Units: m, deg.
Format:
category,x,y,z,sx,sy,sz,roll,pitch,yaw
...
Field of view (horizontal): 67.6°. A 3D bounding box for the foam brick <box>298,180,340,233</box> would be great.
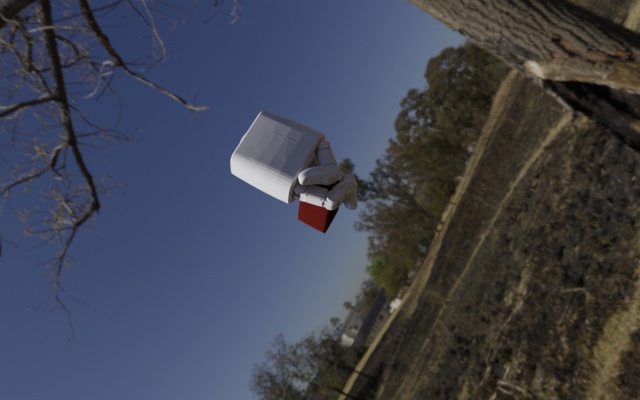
category,x,y,z,sx,sy,sz,roll,pitch,yaw
foam brick,0.000,0.003,0.755,0.051,0.053,0.078,25,-36,11
